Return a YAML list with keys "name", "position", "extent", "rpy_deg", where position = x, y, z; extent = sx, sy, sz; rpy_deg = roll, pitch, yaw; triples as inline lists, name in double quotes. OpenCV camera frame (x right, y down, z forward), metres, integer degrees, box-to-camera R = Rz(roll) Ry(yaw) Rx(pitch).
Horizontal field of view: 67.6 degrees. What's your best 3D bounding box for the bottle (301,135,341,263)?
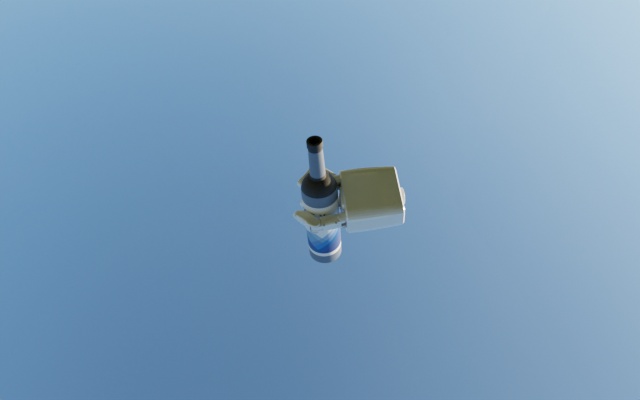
- name: "bottle"
  position: [0.000, 0.003, 0.885]
  extent: [0.069, 0.069, 0.296]
  rpy_deg: [0, -43, 5]
